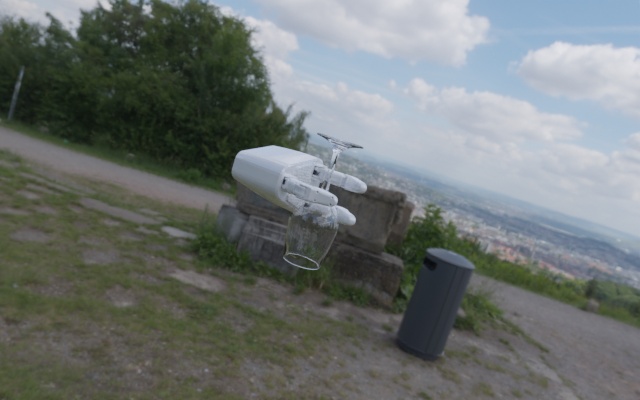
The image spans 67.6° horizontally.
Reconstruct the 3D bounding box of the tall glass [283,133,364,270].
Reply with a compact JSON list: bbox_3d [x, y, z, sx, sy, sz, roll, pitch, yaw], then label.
[{"bbox_3d":[0.000,0.002,0.736,0.079,0.201,0.079,17,6,-2],"label":"tall glass"}]
